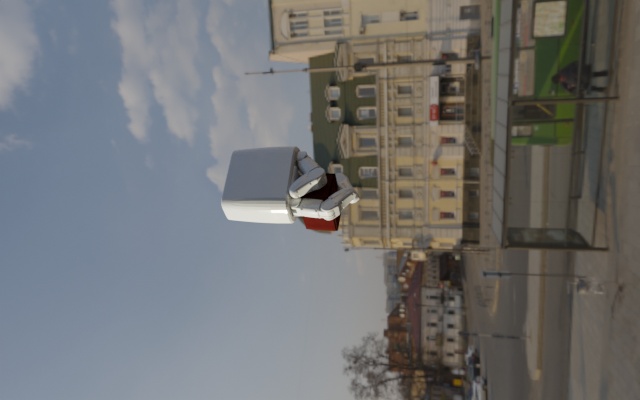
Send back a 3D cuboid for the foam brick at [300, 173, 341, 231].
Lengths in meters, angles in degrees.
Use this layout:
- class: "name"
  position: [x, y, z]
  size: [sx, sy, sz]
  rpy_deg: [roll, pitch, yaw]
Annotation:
- class: "foam brick"
  position: [0.000, 0.003, 0.734]
  size: [0.051, 0.053, 0.078]
  rpy_deg: [0, -44, 14]
